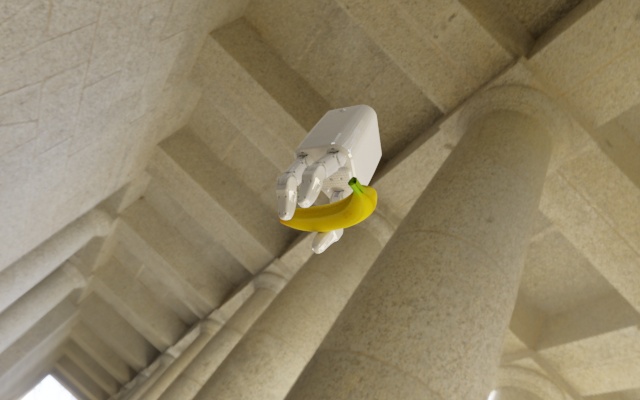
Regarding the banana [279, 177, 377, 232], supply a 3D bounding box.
[{"bbox_3d":[0.016,0.011,0.633,0.070,0.037,0.198,35,-31,-18],"label":"banana"}]
